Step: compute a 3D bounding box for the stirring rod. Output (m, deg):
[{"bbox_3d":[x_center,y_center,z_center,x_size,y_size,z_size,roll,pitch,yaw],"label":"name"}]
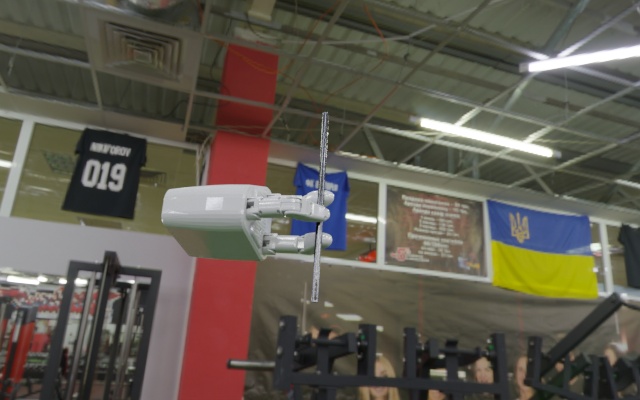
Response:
[{"bbox_3d":[0.000,0.002,0.583,0.011,0.239,0.011,3,-17,1],"label":"stirring rod"}]
